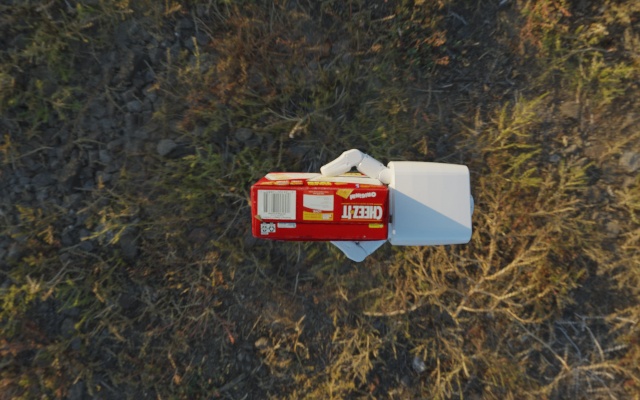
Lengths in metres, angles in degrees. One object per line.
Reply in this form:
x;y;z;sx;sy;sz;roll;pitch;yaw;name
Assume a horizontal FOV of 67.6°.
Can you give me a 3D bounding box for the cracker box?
0.000;0.002;0.662;0.164;0.072;0.213;1;7;0;cracker box
